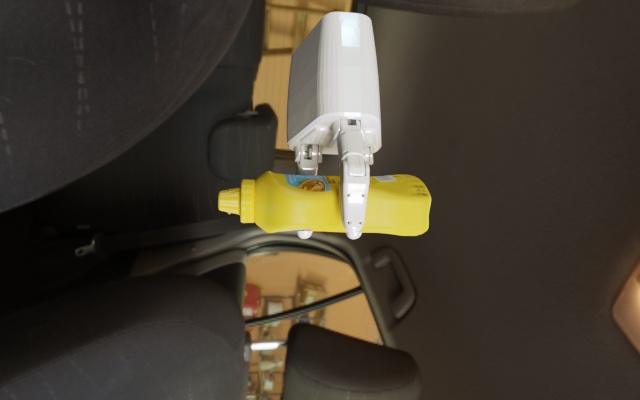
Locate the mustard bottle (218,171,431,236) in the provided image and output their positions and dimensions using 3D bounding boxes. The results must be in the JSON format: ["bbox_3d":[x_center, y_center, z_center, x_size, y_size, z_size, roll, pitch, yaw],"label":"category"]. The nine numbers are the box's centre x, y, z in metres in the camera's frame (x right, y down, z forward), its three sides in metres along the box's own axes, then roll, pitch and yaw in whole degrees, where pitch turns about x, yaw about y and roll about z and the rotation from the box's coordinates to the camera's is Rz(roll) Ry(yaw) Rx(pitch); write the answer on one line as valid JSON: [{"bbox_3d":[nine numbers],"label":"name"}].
[{"bbox_3d":[0.000,0.002,0.458,0.191,0.058,0.096,2,12,-9],"label":"mustard bottle"}]
